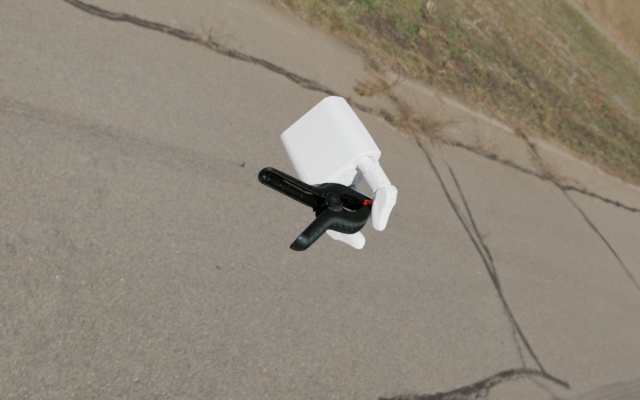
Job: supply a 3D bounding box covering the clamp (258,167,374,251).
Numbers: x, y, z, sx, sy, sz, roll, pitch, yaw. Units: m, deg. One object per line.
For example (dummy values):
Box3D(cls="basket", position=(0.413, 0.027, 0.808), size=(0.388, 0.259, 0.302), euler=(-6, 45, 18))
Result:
Box3D(cls="clamp", position=(0.001, 0.002, 0.616), size=(0.171, 0.120, 0.039), euler=(-7, -29, -48))
